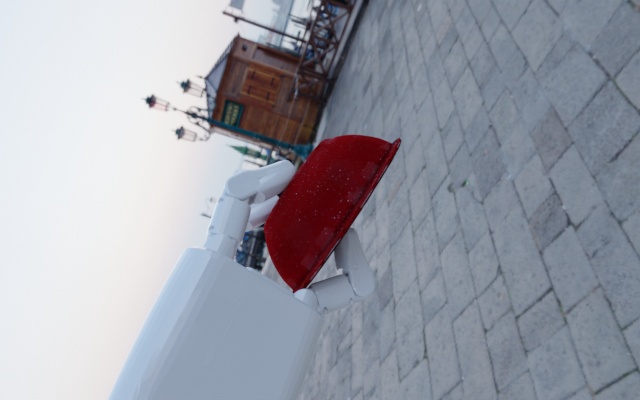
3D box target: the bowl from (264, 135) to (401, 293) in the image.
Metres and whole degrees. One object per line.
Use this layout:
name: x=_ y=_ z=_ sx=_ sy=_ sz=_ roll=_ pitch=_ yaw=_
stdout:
bowl: x=0.000 y=0.000 z=0.403 sx=0.055 sy=0.162 sz=0.162 roll=34 pitch=0 yaw=1
